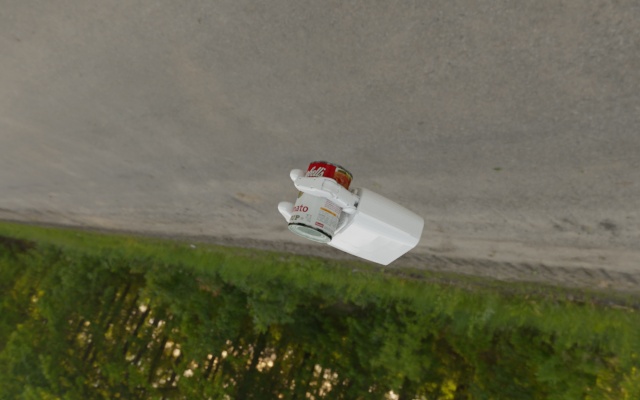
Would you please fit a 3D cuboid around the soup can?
[{"bbox_3d":[0.000,0.002,0.691,0.068,0.102,0.068,17,-18,6],"label":"soup can"}]
